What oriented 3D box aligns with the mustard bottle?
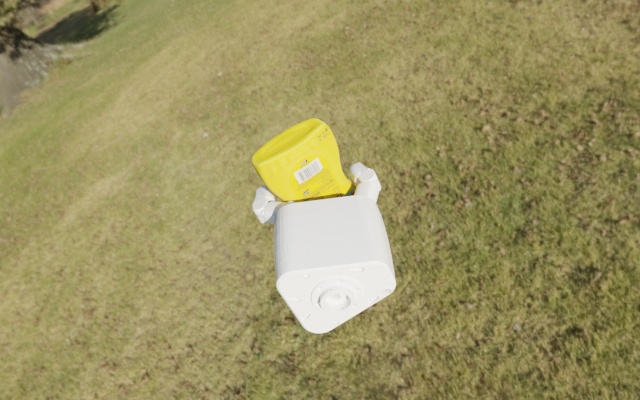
[{"bbox_3d":[0.000,0.002,0.589,0.096,0.192,0.058,-35,33,-10],"label":"mustard bottle"}]
